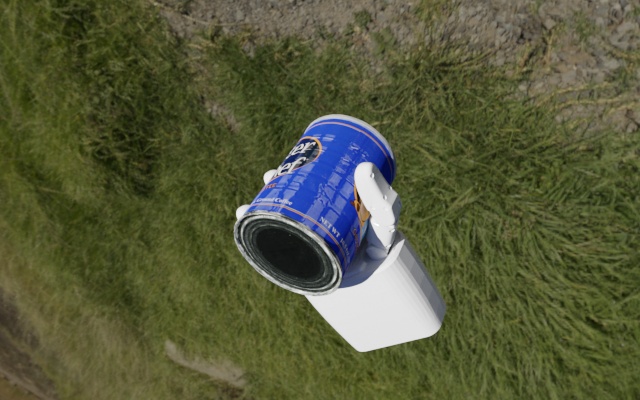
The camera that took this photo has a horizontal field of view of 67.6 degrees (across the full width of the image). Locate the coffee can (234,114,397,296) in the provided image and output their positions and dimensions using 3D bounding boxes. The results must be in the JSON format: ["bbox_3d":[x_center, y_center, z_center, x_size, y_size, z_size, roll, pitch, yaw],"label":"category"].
[{"bbox_3d":[0.000,0.001,0.443,0.103,0.103,0.140,0,42,34],"label":"coffee can"}]
